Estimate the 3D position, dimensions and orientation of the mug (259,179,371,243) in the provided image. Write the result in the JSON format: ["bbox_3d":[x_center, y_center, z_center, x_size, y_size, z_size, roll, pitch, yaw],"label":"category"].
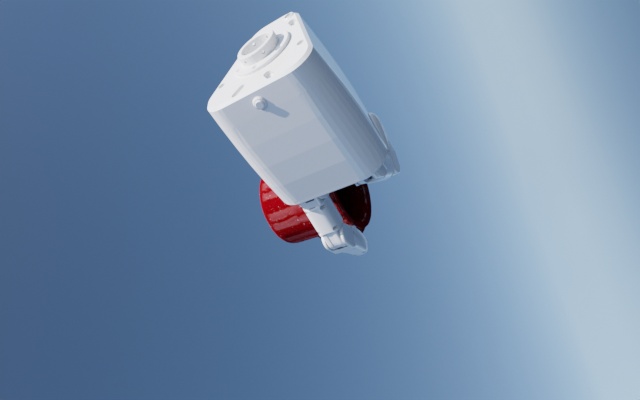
[{"bbox_3d":[0.001,0.003,0.481,0.081,0.093,0.117,-20,-50,25],"label":"mug"}]
